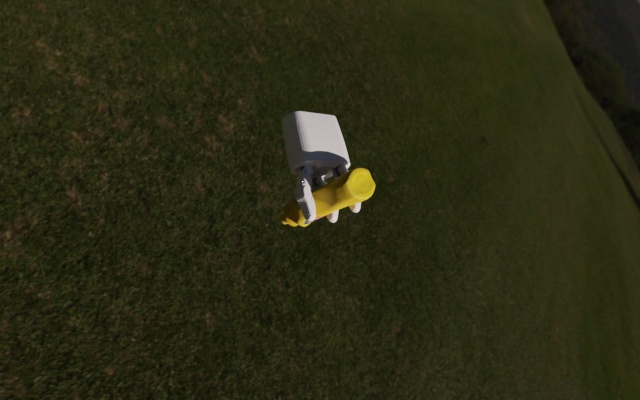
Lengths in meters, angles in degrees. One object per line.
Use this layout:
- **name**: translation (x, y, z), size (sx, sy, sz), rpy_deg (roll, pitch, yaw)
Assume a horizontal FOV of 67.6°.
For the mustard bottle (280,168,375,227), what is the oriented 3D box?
- **mustard bottle**: translation (0.000, 0.003, 0.870), size (0.192, 0.058, 0.096), rpy_deg (-25, 4, 33)
